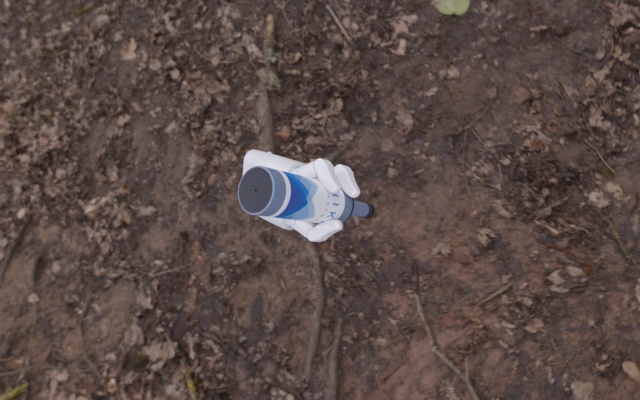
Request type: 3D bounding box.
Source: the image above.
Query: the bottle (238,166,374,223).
[{"bbox_3d":[0.000,0.002,0.750,0.069,0.069,0.296,0,-6,36],"label":"bottle"}]
